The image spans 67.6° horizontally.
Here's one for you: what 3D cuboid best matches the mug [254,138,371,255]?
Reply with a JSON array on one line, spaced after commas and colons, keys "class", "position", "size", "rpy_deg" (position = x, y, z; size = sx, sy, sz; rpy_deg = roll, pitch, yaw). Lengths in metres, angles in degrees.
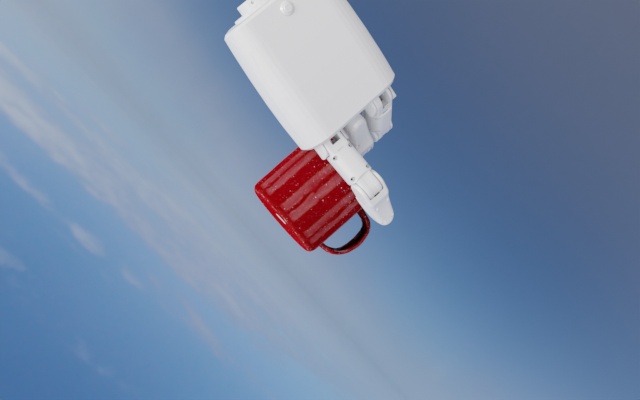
[{"class": "mug", "position": [0.001, 0.003, 0.448], "size": [0.081, 0.117, 0.093], "rpy_deg": [-41, 21, -9]}]
